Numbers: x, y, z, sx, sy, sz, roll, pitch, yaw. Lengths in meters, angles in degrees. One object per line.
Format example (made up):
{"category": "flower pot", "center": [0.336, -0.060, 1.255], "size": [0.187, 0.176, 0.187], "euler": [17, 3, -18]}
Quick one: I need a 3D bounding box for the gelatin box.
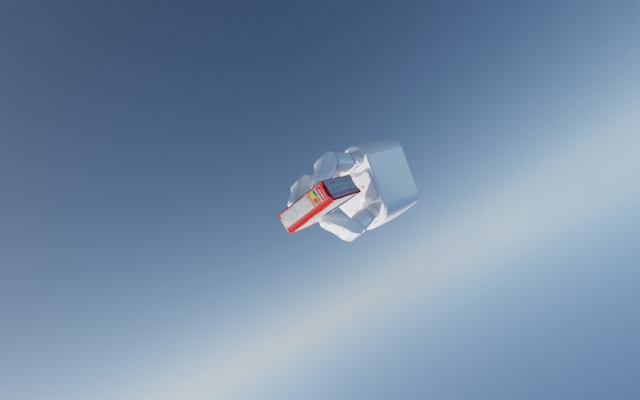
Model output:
{"category": "gelatin box", "center": [0.000, 0.002, 0.583], "size": [0.073, 0.030, 0.089], "euler": [-37, -8, 26]}
